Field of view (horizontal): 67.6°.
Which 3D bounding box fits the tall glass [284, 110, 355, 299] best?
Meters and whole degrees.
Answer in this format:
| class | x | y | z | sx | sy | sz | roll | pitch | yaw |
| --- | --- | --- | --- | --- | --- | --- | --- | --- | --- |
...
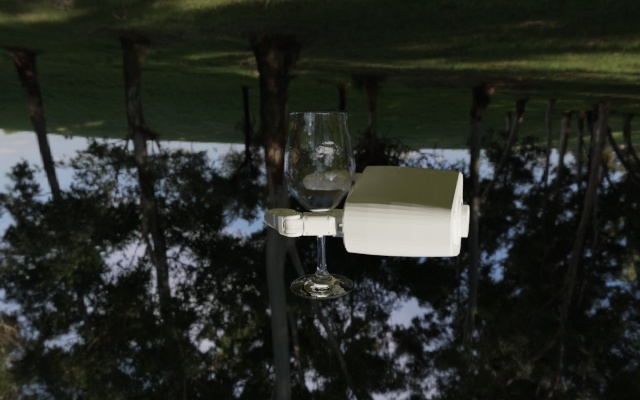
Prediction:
| class | x | y | z | sx | sy | sz | roll | pitch | yaw |
| --- | --- | --- | --- | --- | --- | --- | --- | --- | --- |
| tall glass | 0.000 | 0.002 | 0.532 | 0.079 | 0.201 | 0.079 | -2 | 12 | 0 |
